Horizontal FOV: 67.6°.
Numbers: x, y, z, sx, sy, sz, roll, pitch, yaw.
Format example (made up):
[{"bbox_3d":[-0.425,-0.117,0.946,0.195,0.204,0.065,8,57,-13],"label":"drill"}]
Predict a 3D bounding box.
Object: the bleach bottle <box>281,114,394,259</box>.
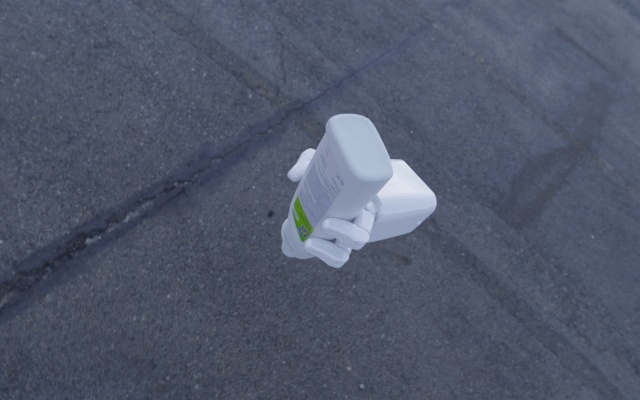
[{"bbox_3d":[0.000,0.002,0.649,0.068,0.102,0.251,-6,-29,-31],"label":"bleach bottle"}]
